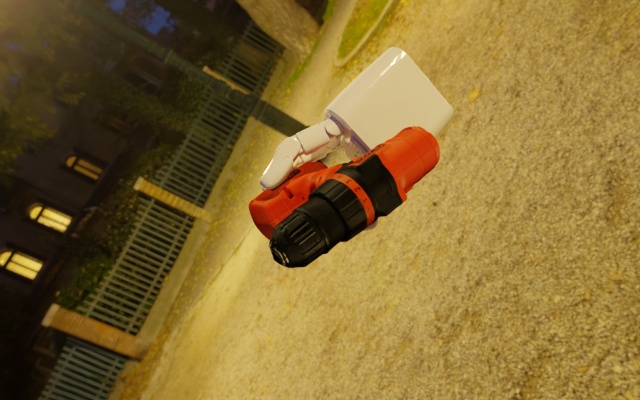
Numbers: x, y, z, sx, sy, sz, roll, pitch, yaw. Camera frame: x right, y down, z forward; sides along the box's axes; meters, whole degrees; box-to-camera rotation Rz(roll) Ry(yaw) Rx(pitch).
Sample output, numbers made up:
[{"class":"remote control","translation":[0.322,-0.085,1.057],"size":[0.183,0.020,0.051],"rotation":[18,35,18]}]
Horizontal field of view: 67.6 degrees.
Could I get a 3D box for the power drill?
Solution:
[{"class":"power drill","translation":[0.000,0.001,0.459],"size":[0.184,0.057,0.187],"rotation":[-34,13,-27]}]
